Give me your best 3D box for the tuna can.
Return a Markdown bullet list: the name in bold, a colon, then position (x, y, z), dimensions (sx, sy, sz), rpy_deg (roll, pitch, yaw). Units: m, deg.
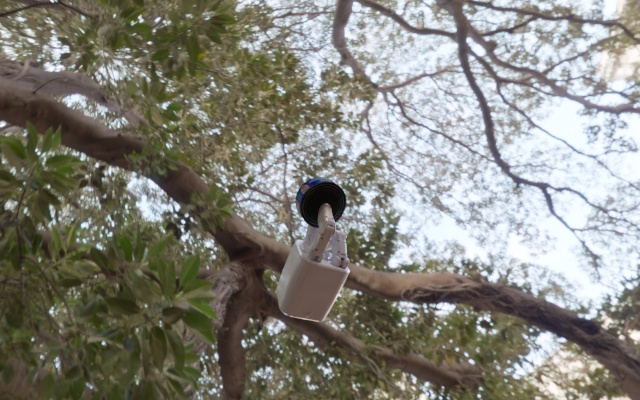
- **tuna can**: position (0.000, 0.002, 0.834), dimensions (0.086, 0.086, 0.033), rpy_deg (0, 21, -23)
